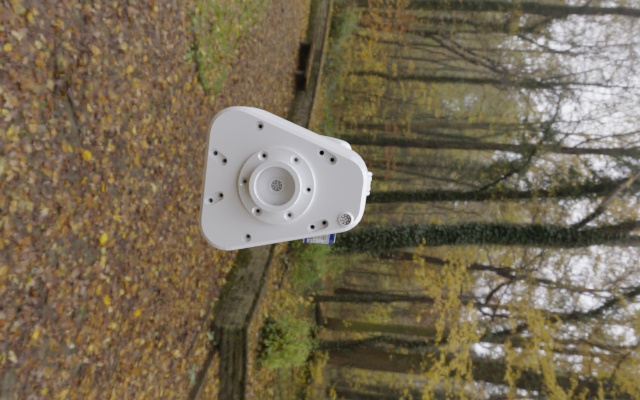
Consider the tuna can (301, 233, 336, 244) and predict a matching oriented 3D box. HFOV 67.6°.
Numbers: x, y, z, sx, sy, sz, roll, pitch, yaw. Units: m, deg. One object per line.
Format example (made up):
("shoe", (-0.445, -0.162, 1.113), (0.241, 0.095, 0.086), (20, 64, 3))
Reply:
("tuna can", (0.001, 0.002, 0.487), (0.034, 0.086, 0.086), (4, 0, -1))
